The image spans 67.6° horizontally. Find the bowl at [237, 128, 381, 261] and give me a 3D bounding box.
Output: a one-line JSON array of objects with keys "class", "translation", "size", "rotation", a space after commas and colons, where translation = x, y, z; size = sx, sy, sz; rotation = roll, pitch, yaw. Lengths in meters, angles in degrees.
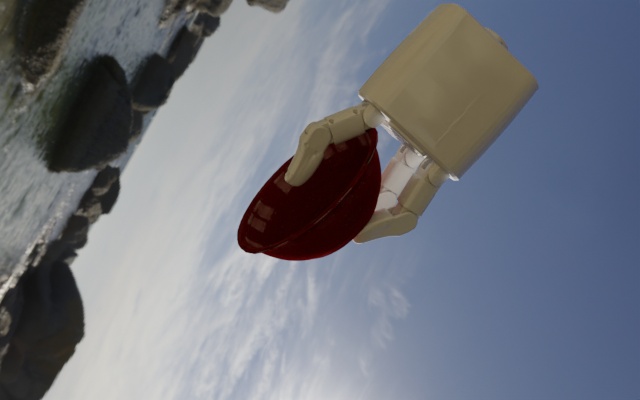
[{"class": "bowl", "translation": [-0.001, 0.002, 0.441], "size": [0.055, 0.162, 0.162], "rotation": [48, -24, -24]}]
